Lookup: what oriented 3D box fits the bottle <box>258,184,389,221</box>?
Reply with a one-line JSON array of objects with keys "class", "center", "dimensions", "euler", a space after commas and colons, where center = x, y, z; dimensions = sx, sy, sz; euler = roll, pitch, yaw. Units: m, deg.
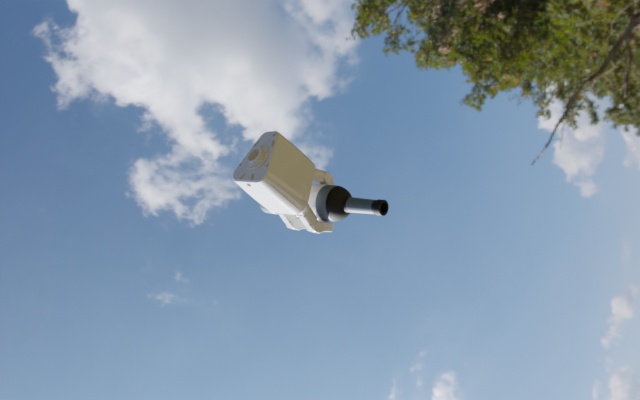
[{"class": "bottle", "center": [0.000, 0.003, 0.900], "dimensions": [0.295, 0.069, 0.069], "euler": [5, 3, 43]}]
